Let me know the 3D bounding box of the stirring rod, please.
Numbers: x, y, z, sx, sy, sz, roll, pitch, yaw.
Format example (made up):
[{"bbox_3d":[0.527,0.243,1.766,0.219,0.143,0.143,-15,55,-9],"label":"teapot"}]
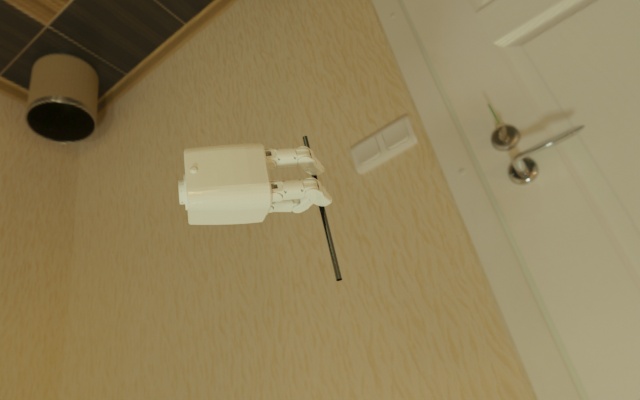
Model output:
[{"bbox_3d":[0.000,0.002,0.677,0.011,0.239,0.011,-10,-31,-6],"label":"stirring rod"}]
